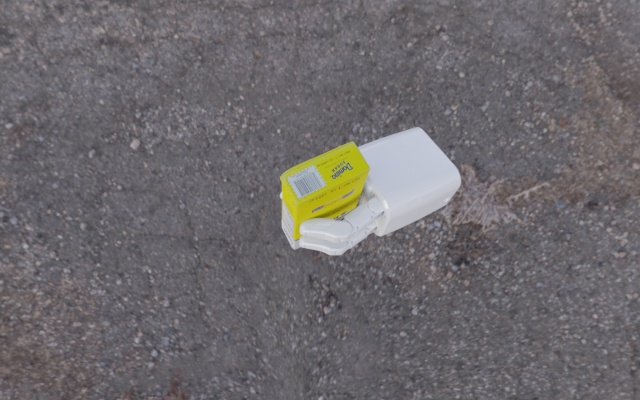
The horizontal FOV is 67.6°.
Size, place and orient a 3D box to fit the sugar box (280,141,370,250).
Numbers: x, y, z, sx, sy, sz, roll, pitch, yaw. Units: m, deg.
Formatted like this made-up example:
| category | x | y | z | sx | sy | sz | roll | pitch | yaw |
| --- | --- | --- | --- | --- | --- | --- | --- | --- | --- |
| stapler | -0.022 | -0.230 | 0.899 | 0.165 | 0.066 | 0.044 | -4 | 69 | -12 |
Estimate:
| category | x | y | z | sx | sy | sz | roll | pitch | yaw |
| --- | --- | --- | --- | --- | --- | --- | --- | --- | --- |
| sugar box | 0.000 | 0.002 | 0.588 | 0.093 | 0.048 | 0.176 | -25 | -20 | -12 |
